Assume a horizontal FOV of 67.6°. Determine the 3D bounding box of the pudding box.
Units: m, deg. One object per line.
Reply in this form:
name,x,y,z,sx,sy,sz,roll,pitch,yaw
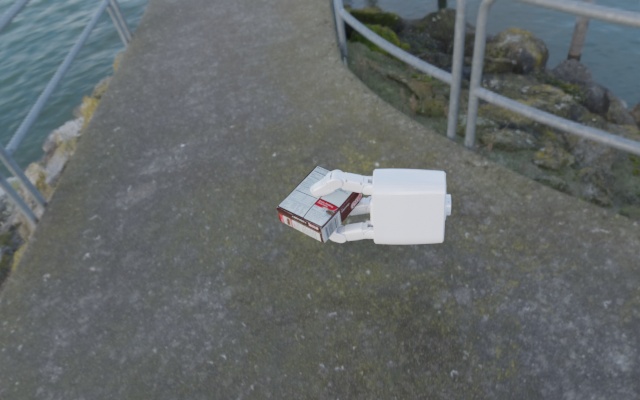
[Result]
pudding box,0.000,0.002,0.755,0.090,0.039,0.113,24,53,28
